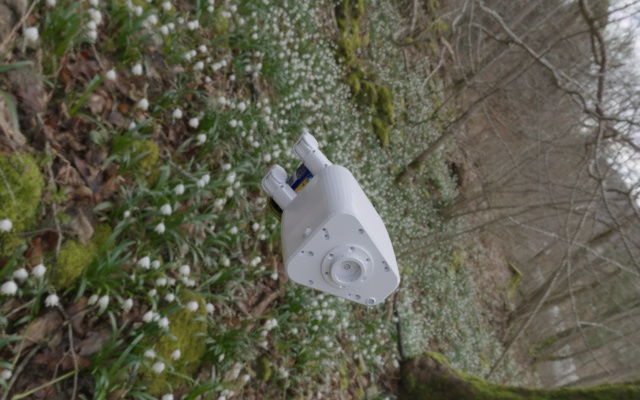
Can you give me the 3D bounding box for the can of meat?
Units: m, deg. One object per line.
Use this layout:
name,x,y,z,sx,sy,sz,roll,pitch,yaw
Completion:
can of meat,0.000,0.002,0.589,0.102,0.084,0.057,38,18,-16
